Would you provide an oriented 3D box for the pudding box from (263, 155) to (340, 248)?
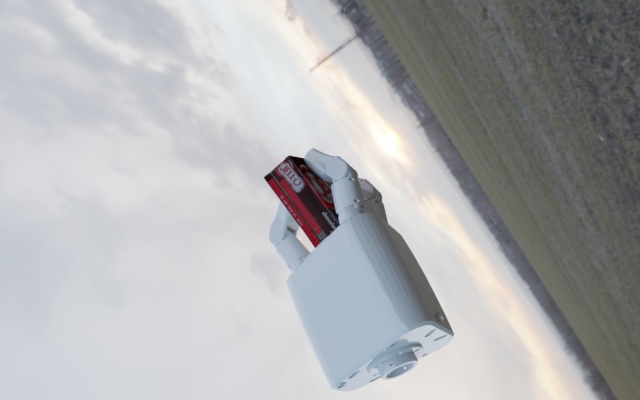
[{"bbox_3d":[0.000,0.002,0.482,0.039,0.090,0.113,-37,-8,12],"label":"pudding box"}]
